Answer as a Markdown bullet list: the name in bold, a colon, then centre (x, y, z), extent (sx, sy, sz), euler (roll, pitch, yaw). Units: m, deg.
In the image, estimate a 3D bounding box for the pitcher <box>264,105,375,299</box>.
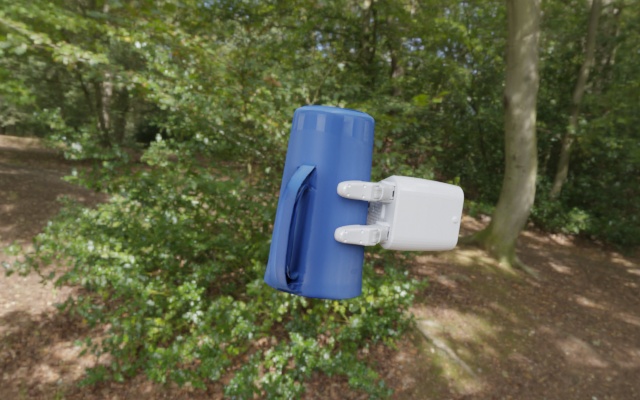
- **pitcher**: centre (0.000, 0.002, 0.629), extent (0.145, 0.243, 0.149), euler (6, 5, -18)
